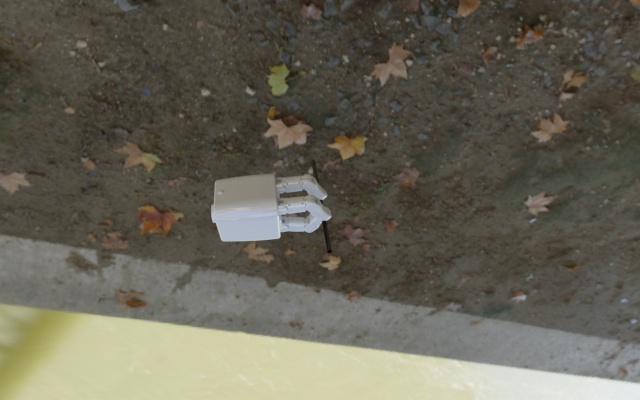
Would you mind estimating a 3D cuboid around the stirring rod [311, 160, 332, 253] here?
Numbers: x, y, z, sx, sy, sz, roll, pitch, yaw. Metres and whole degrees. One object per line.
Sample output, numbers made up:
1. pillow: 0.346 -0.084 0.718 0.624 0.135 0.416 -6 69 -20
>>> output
1. stirring rod: 0.000 0.003 0.869 0.011 0.011 0.239 0 42 -10
